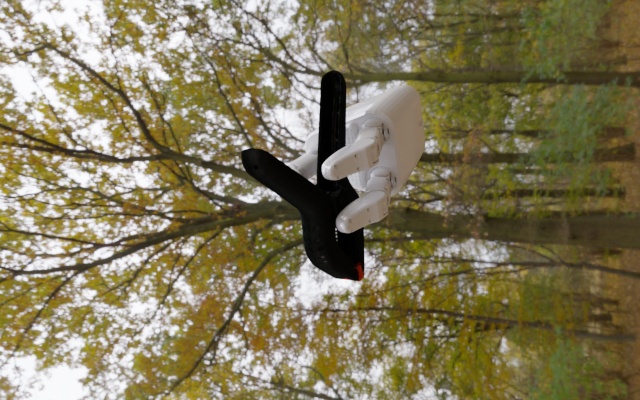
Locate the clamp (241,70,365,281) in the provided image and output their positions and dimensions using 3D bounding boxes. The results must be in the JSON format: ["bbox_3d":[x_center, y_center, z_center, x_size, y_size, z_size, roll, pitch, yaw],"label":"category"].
[{"bbox_3d":[0.000,0.002,0.452,0.036,0.210,0.164,3,30,31],"label":"clamp"}]
